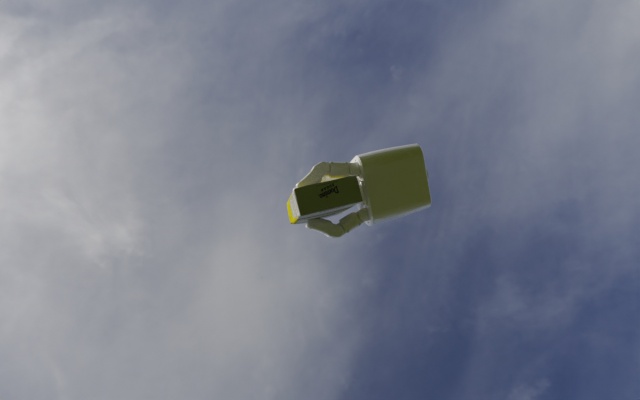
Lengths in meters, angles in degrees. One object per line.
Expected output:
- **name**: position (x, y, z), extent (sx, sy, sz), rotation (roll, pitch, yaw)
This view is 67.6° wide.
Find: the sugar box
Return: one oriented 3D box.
- **sugar box**: position (0.000, 0.002, 0.738), extent (0.093, 0.048, 0.176), rotation (-13, -7, -9)
